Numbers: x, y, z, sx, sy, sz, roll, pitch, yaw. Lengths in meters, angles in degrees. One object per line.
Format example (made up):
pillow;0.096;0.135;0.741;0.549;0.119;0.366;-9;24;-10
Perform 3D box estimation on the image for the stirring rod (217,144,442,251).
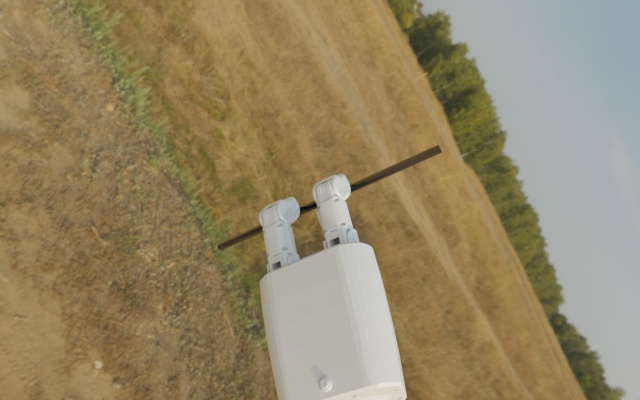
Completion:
stirring rod;0.000;0.002;0.453;0.239;0.011;0.011;-24;-8;19
